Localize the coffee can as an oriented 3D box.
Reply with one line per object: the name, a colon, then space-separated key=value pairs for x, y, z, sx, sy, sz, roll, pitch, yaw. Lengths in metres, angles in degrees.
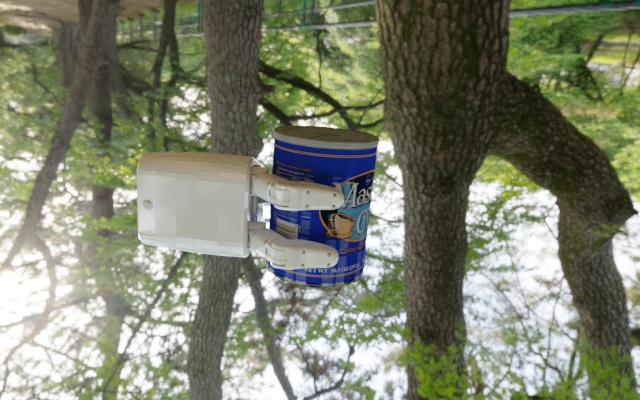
coffee can: x=0.000 y=0.001 z=0.480 sx=0.103 sy=0.140 sz=0.102 roll=5 pitch=15 yaw=-1
